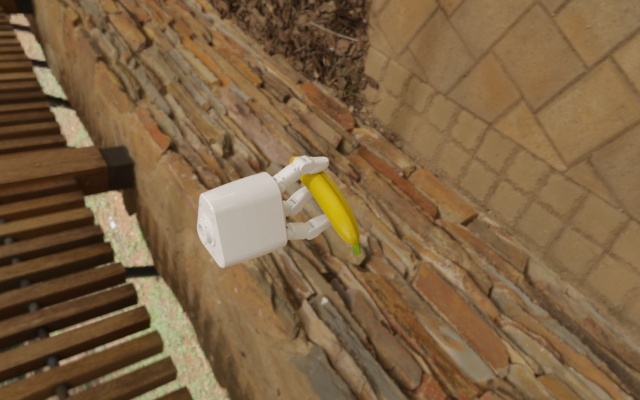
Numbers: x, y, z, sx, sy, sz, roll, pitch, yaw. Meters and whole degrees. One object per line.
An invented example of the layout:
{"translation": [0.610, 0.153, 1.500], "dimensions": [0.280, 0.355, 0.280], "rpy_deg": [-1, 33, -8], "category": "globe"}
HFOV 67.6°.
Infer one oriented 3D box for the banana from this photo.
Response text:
{"translation": [0.006, -0.004, 0.750], "dimensions": [0.037, 0.197, 0.070], "rpy_deg": [-24, -20, -25], "category": "banana"}
